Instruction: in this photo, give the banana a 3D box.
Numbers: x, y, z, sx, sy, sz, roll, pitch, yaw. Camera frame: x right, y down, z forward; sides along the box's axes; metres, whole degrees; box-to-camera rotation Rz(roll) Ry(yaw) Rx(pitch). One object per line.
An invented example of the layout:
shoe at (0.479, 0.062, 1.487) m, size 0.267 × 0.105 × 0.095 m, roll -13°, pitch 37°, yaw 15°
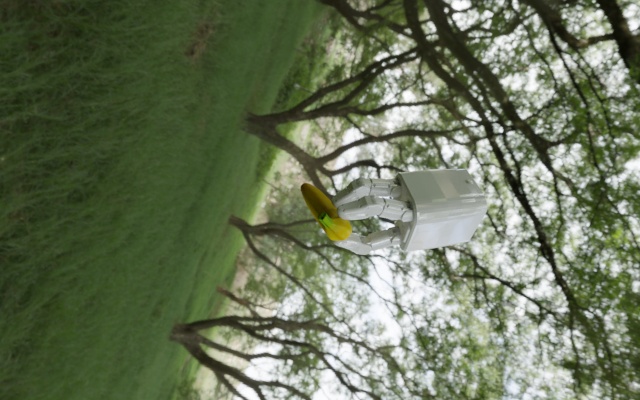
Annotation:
banana at (0.010, 0.019, 0.700) m, size 0.037 × 0.070 × 0.197 m, roll -31°, pitch 17°, yaw -3°
